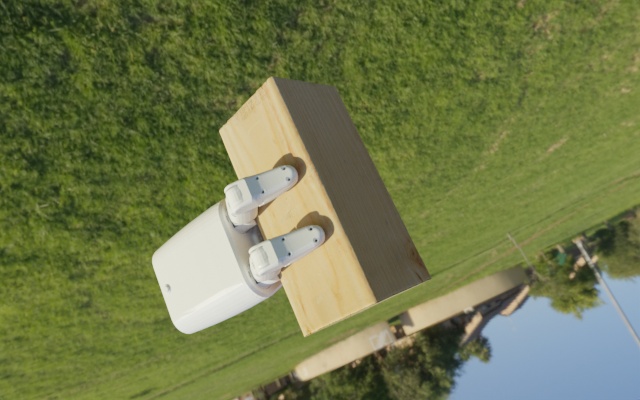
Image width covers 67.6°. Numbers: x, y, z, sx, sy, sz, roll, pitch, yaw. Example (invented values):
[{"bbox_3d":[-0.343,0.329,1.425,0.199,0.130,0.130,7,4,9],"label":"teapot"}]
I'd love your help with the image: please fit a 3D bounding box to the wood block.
[{"bbox_3d":[0.000,0.002,0.436,0.090,0.206,0.091,-36,-18,37],"label":"wood block"}]
